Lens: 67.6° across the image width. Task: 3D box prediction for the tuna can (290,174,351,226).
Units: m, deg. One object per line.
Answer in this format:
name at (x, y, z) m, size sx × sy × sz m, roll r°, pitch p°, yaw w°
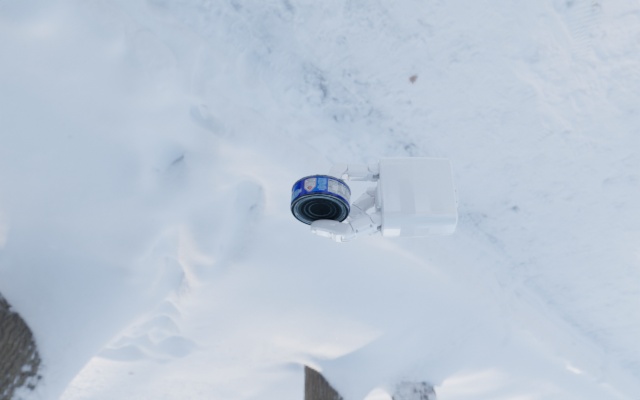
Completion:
tuna can at (0.000, 0.003, 0.676) m, size 0.086 × 0.033 × 0.086 m, roll 2°, pitch -35°, yaw 2°
